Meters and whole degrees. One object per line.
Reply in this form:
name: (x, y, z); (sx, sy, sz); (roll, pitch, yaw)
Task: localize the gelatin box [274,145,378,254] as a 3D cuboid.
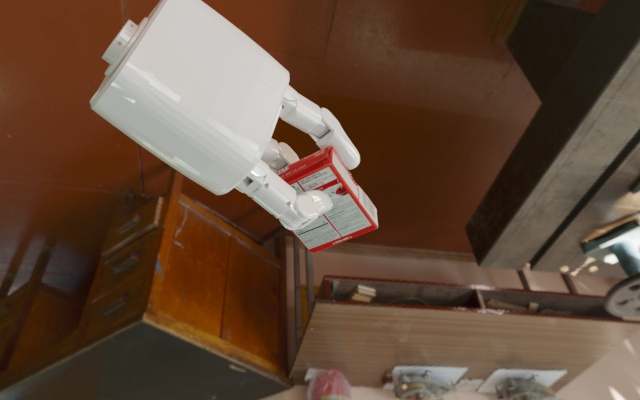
gelatin box: (0.000, 0.002, 0.434); (0.073, 0.089, 0.030); (-24, 35, 22)
